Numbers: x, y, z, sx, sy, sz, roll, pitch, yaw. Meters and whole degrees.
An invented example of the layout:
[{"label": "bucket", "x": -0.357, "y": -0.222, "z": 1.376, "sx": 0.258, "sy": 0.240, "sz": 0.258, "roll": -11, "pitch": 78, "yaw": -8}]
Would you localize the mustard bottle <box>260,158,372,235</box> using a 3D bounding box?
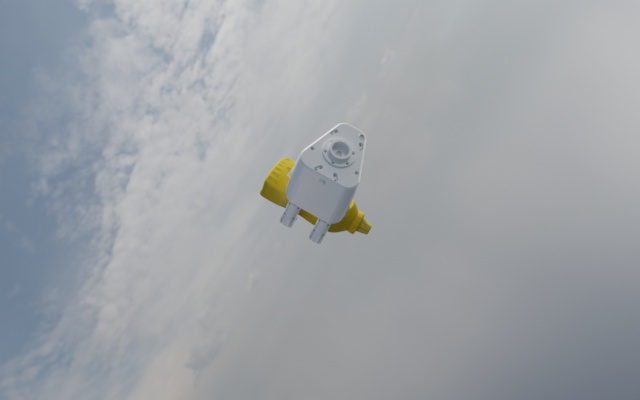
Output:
[{"label": "mustard bottle", "x": 0.000, "y": 0.003, "z": 0.811, "sx": 0.191, "sy": 0.058, "sz": 0.096, "roll": 29, "pitch": 35, "yaw": 3}]
